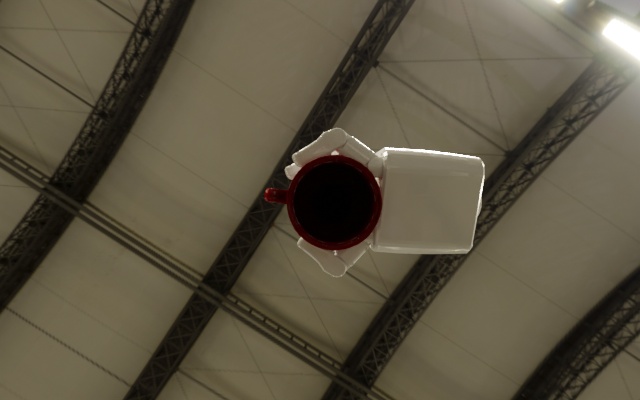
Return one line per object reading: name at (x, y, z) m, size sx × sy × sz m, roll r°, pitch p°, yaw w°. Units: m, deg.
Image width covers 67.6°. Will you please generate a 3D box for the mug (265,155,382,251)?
mug at (-0.001, 0.002, 0.501) m, size 0.117 × 0.093 × 0.081 m, roll 4°, pitch -1°, yaw -2°
